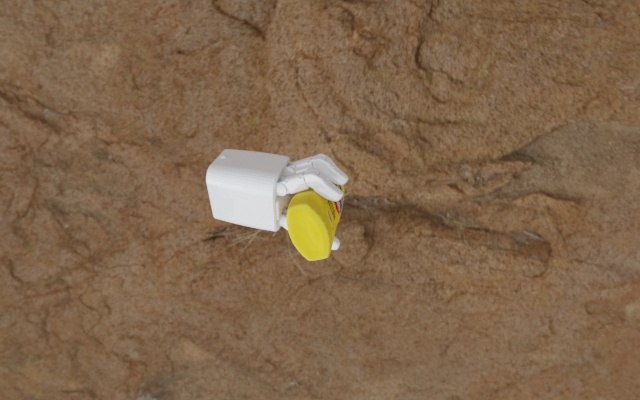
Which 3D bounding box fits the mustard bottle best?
[{"bbox_3d":[0.000,0.003,0.746,0.058,0.096,0.191,-13,25,19],"label":"mustard bottle"}]
